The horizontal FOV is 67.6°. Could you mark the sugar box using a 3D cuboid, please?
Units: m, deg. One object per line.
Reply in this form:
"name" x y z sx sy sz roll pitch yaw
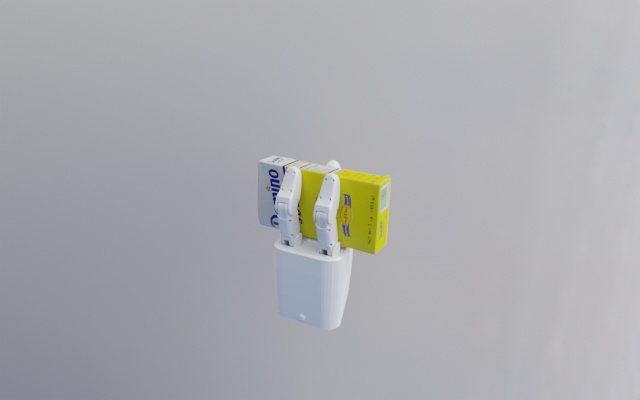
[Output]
"sugar box" 0.000 0.002 0.616 0.176 0.093 0.048 11 21 25
